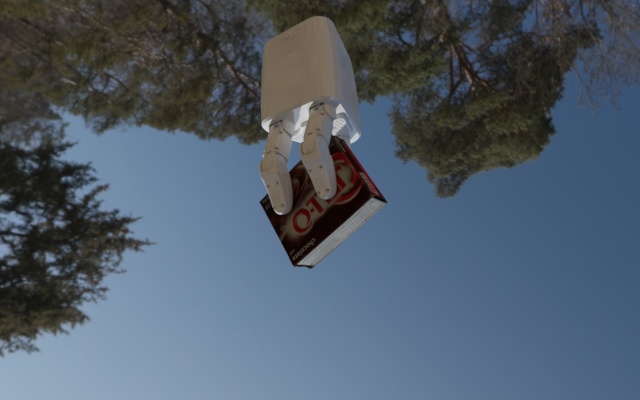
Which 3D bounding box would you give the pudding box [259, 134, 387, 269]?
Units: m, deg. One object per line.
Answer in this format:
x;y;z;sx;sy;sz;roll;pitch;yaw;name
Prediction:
0.000;0.002;0.493;0.113;0.090;0.039;-45;-34;20;pudding box
